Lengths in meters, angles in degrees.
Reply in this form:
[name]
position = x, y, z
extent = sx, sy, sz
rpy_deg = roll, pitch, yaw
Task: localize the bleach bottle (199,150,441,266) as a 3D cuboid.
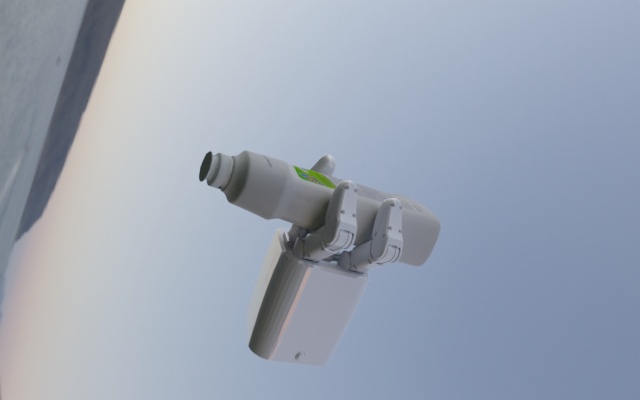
[bleach bottle]
position = 0.000, 0.002, 0.481
extent = 0.251, 0.068, 0.102
rpy_deg = 18, 9, -30
